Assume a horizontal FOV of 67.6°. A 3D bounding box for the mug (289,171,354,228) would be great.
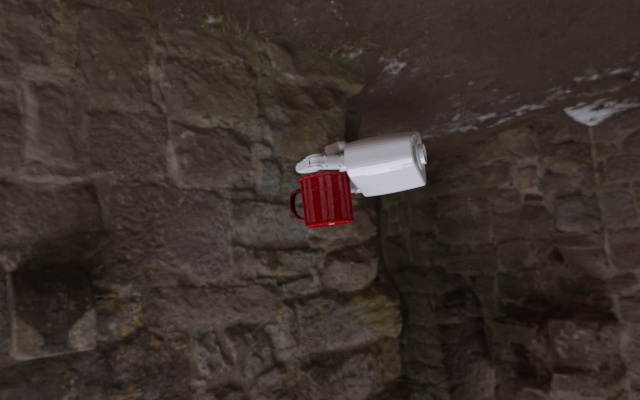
[{"bbox_3d":[-0.001,0.003,0.797,0.117,0.081,0.093,-9,-7,22],"label":"mug"}]
